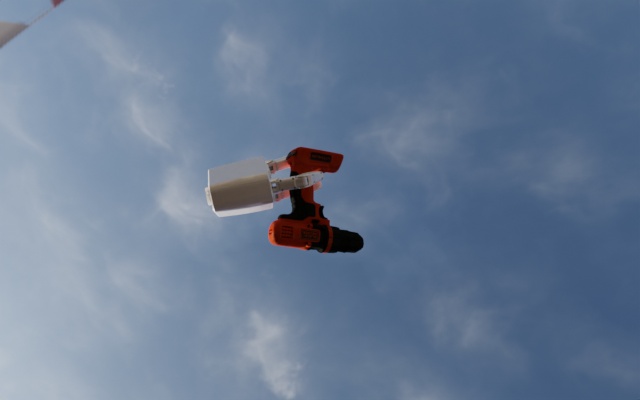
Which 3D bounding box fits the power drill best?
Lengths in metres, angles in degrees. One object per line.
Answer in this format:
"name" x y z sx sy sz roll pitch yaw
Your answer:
"power drill" 0.000 0.002 0.886 0.184 0.187 0.057 9 -15 -24
